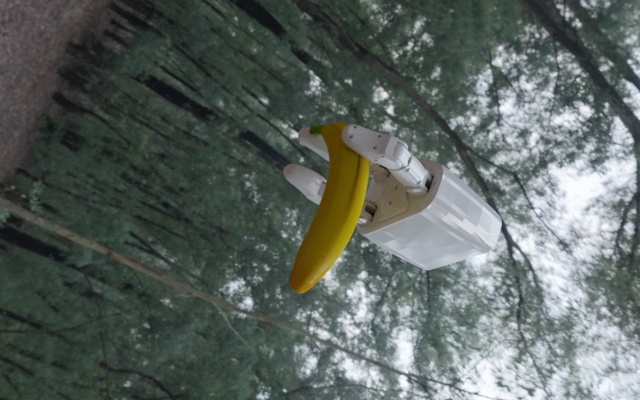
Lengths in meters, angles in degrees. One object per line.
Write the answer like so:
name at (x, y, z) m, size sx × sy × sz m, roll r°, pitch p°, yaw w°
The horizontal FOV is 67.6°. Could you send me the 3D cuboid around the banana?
banana at (0.013, -0.009, 0.440) m, size 0.037 × 0.197 × 0.070 m, roll 34°, pitch -45°, yaw -29°
